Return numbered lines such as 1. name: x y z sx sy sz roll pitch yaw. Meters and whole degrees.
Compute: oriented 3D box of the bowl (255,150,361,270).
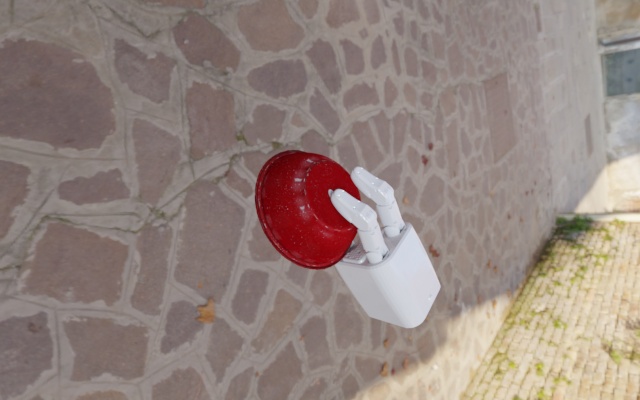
1. bowl: -0.001 0.001 0.597 0.162 0.162 0.055 0 -18 -41
